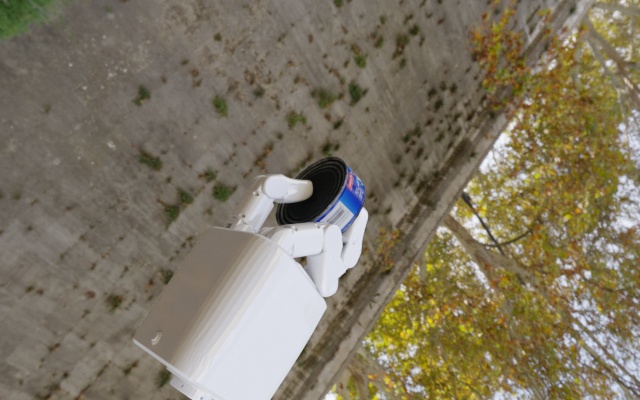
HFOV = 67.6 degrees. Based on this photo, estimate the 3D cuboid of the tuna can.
[{"bbox_3d":[0.000,0.002,0.456,0.086,0.086,0.034,0,-37,51],"label":"tuna can"}]
